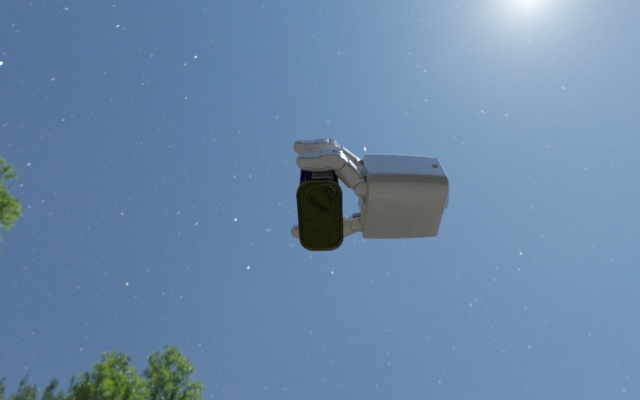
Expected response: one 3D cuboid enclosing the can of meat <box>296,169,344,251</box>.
[{"bbox_3d":[0.000,0.002,0.637,0.057,0.102,0.084,-2,28,2],"label":"can of meat"}]
